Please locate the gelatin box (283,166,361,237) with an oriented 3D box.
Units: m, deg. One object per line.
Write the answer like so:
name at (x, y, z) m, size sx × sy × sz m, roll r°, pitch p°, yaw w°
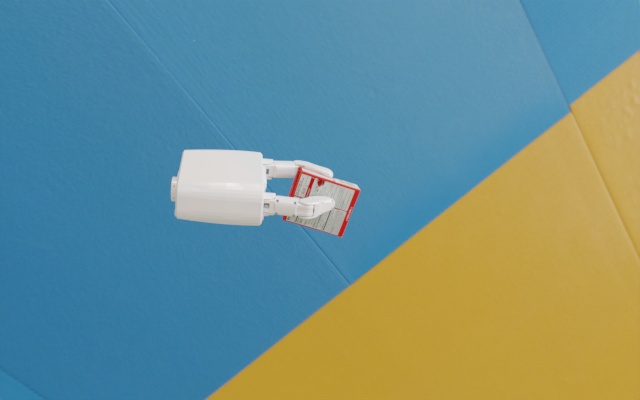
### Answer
gelatin box at (0.000, 0.002, 0.653) m, size 0.089 × 0.073 × 0.030 m, roll 17°, pitch 15°, yaw -11°
